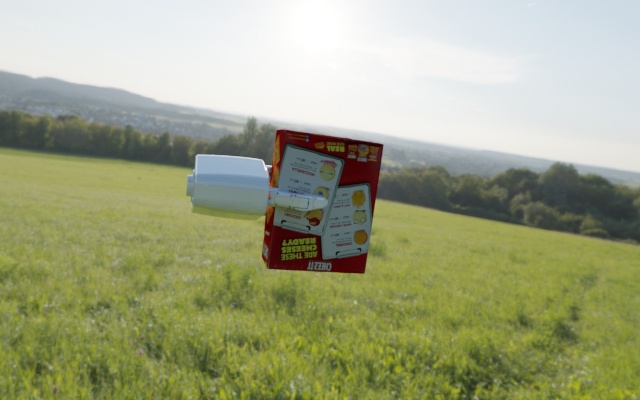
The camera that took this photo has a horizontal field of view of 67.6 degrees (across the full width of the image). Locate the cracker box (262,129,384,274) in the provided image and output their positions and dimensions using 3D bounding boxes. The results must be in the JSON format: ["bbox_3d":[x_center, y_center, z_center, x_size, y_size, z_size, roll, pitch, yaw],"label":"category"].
[{"bbox_3d":[0.000,0.002,0.766,0.164,0.214,0.072,5,8,-16],"label":"cracker box"}]
